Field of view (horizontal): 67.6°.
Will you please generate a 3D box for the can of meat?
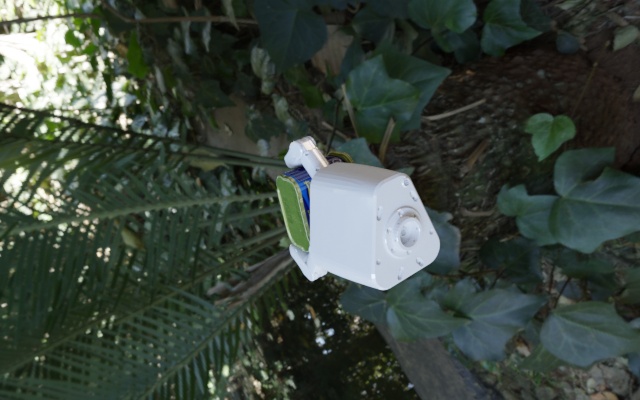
[{"bbox_3d":[0.000,0.002,0.580,0.084,0.102,0.057,-24,23,-28],"label":"can of meat"}]
